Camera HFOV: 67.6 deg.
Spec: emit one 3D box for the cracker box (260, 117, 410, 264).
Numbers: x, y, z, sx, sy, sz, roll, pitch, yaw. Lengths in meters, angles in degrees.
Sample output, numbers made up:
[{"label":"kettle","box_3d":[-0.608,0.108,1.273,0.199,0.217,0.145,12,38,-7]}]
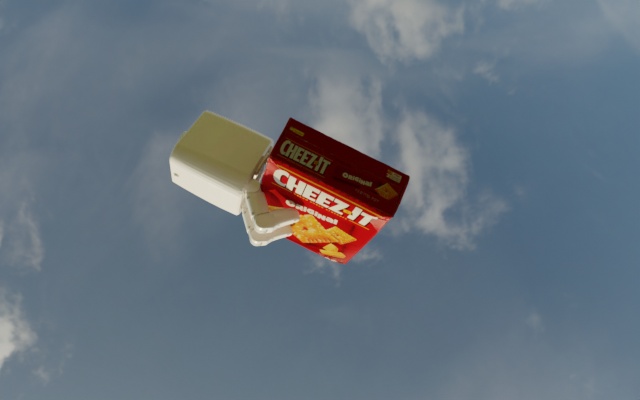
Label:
[{"label":"cracker box","box_3d":[0.000,0.002,0.652,0.164,0.072,0.214,26,-26,-2]}]
